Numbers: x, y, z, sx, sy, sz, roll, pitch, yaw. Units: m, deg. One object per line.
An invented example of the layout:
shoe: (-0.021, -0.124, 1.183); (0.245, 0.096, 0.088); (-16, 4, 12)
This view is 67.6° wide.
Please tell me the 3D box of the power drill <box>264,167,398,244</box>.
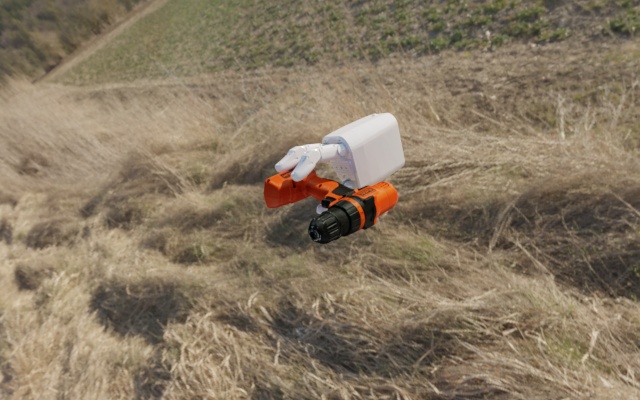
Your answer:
power drill: (0.000, 0.002, 0.746); (0.187, 0.057, 0.184); (19, 29, 38)
